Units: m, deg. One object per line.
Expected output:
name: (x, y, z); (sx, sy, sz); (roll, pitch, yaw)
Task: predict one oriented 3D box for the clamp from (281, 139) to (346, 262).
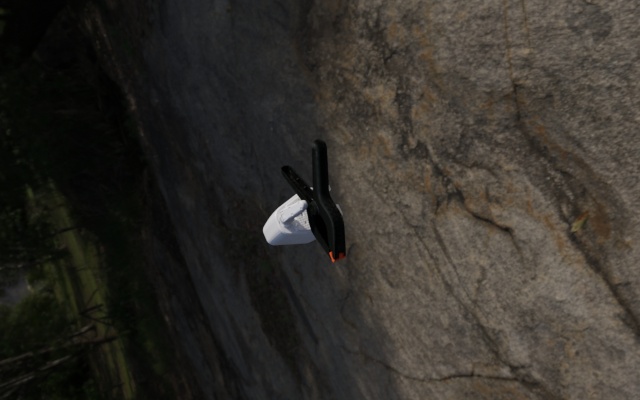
clamp: (0.000, 0.004, 0.838); (0.036, 0.210, 0.165); (-19, -11, -28)
